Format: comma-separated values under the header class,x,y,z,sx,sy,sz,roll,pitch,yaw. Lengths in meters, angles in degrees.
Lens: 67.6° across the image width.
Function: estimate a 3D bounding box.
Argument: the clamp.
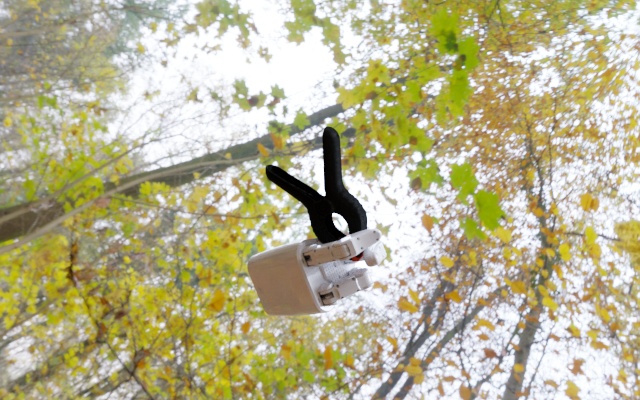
class,x,y,z,sx,sy,sz,roll,pitch,yaw
clamp,0.001,0.002,0.616,0.120,0.171,0.039,-17,7,39
